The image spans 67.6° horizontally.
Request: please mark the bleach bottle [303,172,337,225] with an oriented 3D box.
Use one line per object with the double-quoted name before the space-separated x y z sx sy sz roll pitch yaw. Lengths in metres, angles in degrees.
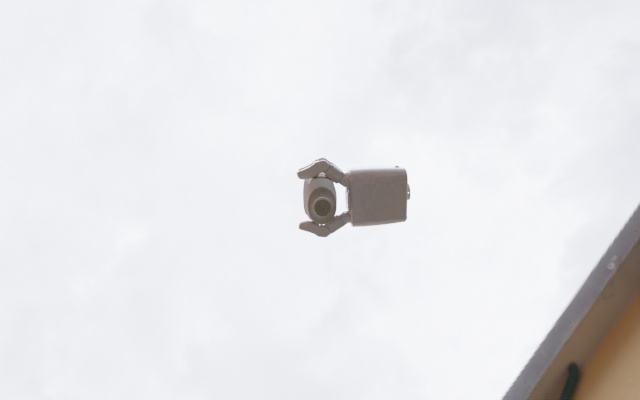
"bleach bottle" 0.000 0.003 0.896 0.068 0.102 0.251 -2 8 -1
